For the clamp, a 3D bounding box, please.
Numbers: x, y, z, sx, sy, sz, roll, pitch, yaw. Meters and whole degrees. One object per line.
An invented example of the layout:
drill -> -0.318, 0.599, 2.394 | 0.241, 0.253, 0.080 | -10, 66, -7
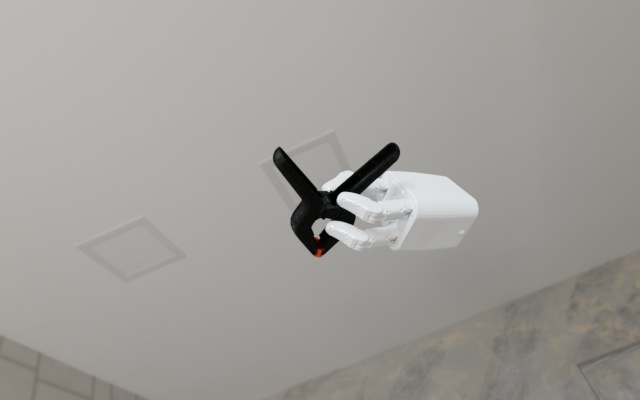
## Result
clamp -> 0.000, 0.002, 0.650 | 0.164, 0.036, 0.210 | 2, -45, -21
